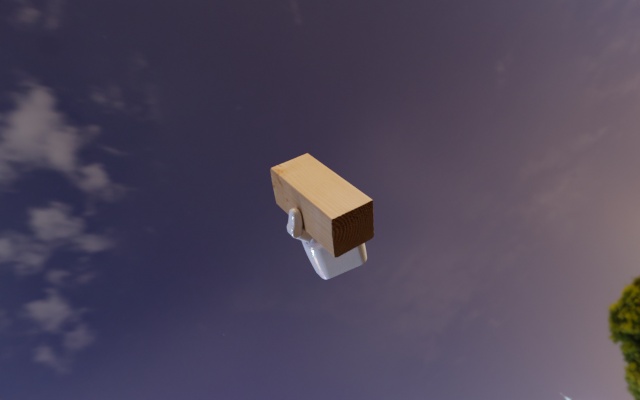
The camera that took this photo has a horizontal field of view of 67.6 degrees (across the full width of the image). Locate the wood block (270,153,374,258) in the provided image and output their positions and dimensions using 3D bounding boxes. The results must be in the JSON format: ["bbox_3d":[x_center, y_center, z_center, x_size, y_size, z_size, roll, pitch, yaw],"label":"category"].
[{"bbox_3d":[0.000,0.003,0.894,0.091,0.090,0.206,-26,41,-24],"label":"wood block"}]
